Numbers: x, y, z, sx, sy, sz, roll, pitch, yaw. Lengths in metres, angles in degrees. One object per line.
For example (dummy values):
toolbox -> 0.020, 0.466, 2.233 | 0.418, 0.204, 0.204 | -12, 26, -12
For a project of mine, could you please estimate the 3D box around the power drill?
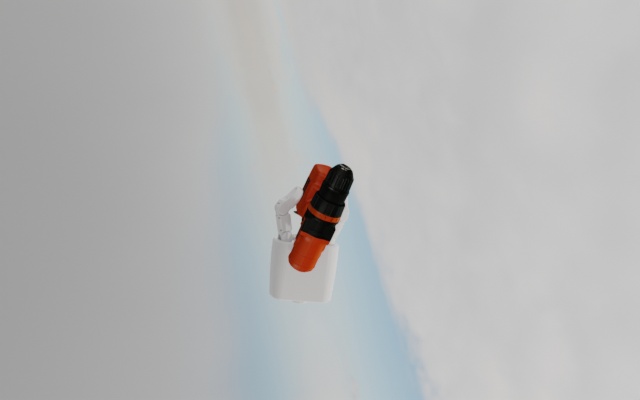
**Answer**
power drill -> 0.000, 0.003, 0.787 | 0.057, 0.184, 0.187 | 24, 20, -8
